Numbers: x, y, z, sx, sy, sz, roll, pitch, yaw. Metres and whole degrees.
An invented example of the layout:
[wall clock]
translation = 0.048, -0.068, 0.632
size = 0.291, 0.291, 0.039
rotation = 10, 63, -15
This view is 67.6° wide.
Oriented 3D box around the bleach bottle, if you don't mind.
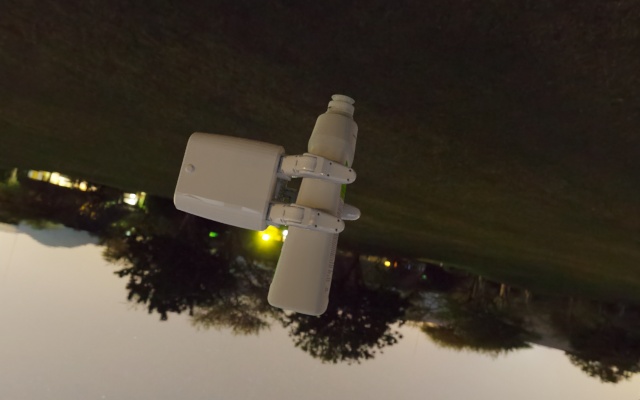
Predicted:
[bleach bottle]
translation = 0.000, 0.002, 0.562
size = 0.068, 0.251, 0.102
rotation = 12, -7, 4
